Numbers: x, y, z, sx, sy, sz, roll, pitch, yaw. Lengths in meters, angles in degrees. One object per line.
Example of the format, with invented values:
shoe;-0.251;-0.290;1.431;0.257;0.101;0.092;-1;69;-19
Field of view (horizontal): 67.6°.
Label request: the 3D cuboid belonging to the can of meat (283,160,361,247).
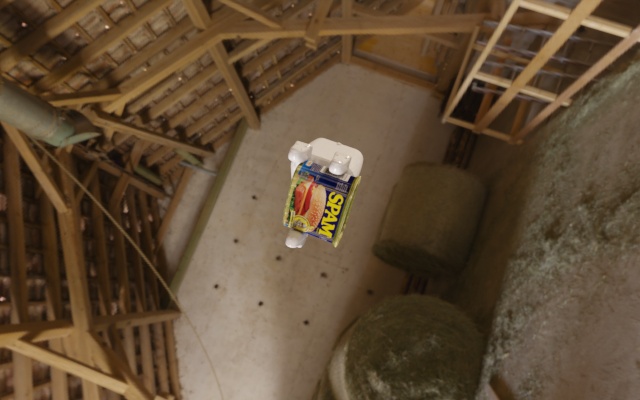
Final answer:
can of meat;0.000;0.002;0.659;0.084;0.102;0.057;20;30;7
